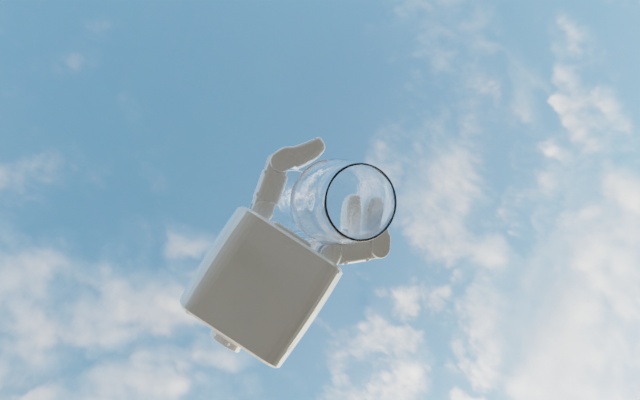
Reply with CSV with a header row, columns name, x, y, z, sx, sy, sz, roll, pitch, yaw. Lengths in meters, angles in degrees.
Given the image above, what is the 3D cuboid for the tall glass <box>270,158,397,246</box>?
name,x,y,z,sx,sy,sz,roll,pitch,yaw
tall glass,0.000,0.001,0.465,0.079,0.079,0.201,0,0,-19
